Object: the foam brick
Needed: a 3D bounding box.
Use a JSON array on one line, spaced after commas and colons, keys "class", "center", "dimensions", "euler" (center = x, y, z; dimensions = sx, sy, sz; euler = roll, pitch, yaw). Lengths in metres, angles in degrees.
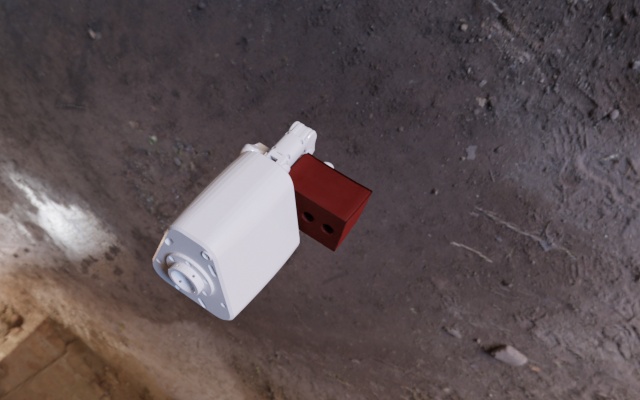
[{"class": "foam brick", "center": [0.000, 0.002, 0.468], "dimensions": [0.078, 0.053, 0.051], "euler": [31, 50, 10]}]
